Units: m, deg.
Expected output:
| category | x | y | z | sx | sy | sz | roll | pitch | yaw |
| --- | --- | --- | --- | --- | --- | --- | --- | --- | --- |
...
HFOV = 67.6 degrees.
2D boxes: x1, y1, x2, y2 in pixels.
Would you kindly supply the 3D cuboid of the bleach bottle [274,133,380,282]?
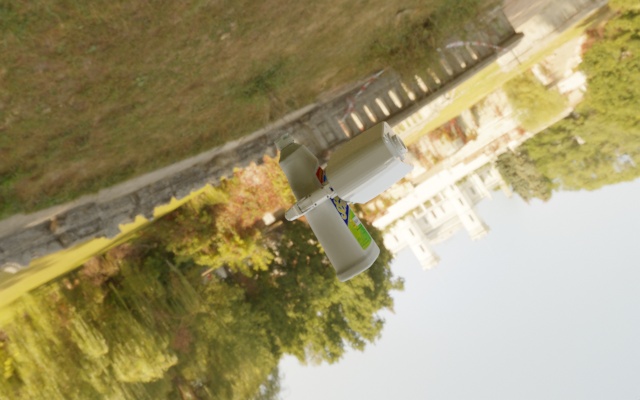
| category | x | y | z | sx | sy | sz | roll | pitch | yaw |
| --- | --- | --- | --- | --- | --- | --- | --- | --- | --- |
| bleach bottle | 0.000 | 0.003 | 0.782 | 0.068 | 0.251 | 0.102 | -33 | 0 | 22 |
